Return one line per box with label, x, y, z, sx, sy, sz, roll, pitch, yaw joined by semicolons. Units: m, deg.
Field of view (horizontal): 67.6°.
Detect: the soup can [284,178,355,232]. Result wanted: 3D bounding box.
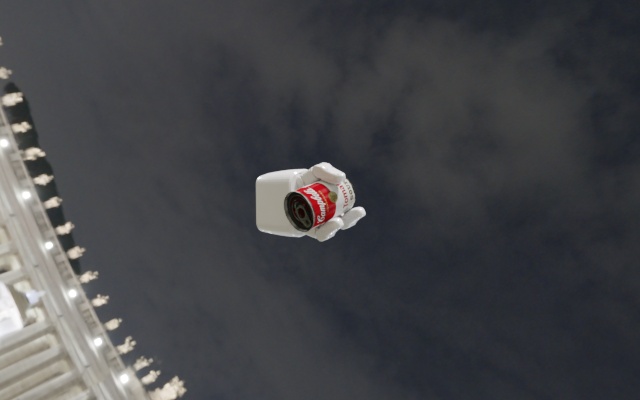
soup can;0.001;0.002;0.778;0.102;0.068;0.068;-24;16;-41
